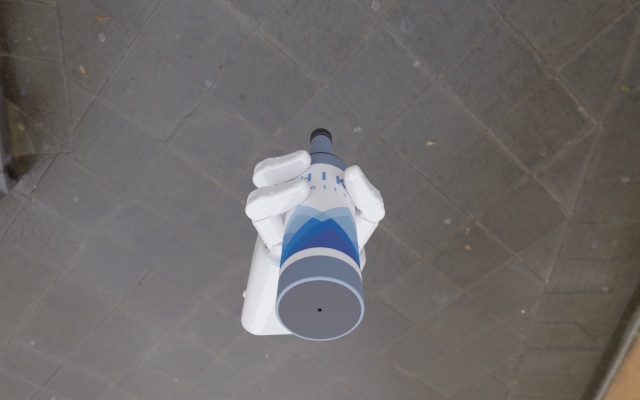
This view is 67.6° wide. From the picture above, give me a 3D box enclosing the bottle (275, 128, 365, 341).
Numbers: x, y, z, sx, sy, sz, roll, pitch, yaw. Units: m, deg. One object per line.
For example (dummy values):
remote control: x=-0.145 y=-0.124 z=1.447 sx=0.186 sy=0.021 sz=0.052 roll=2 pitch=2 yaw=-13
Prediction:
bottle: x=0.000 y=0.002 z=0.476 sx=0.069 sy=0.069 sz=0.295 roll=0 pitch=33 yaw=0
